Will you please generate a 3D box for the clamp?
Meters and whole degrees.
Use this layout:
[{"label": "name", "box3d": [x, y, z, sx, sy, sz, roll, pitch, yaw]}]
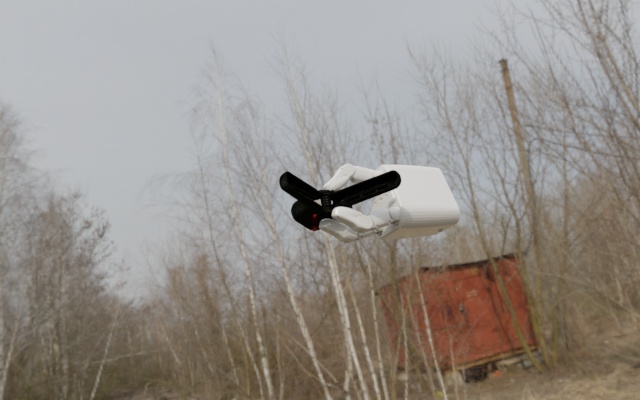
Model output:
[{"label": "clamp", "box3d": [0.000, 0.002, 0.701, 0.164, 0.036, 0.210, 2, -20, -20]}]
